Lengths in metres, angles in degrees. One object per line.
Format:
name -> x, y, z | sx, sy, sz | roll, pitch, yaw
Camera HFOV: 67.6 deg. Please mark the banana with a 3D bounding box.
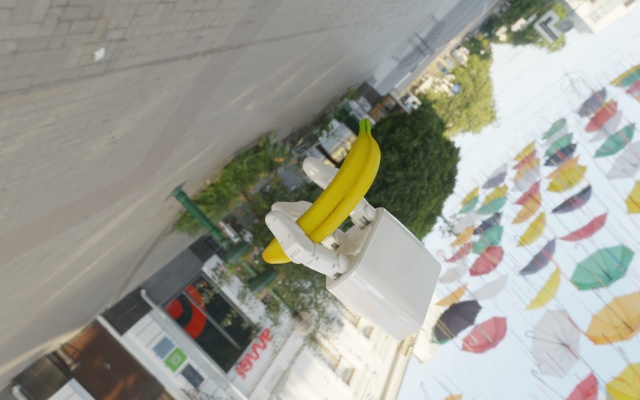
banana -> 0.005, 0.006, 0.511 | 0.037, 0.198, 0.069 | 34, 12, -21
